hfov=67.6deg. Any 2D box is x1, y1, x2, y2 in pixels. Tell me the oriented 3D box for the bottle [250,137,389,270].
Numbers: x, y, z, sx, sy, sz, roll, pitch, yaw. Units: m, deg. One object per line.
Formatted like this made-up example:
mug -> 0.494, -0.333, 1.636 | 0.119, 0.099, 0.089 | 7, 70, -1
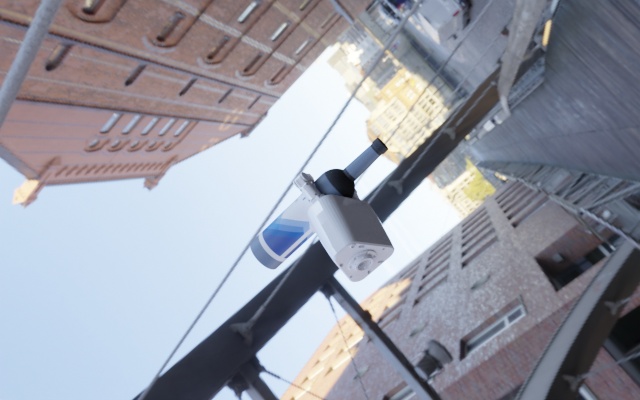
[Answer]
bottle -> 0.000, 0.003, 0.825 | 0.296, 0.069, 0.069 | -43, -15, 16
